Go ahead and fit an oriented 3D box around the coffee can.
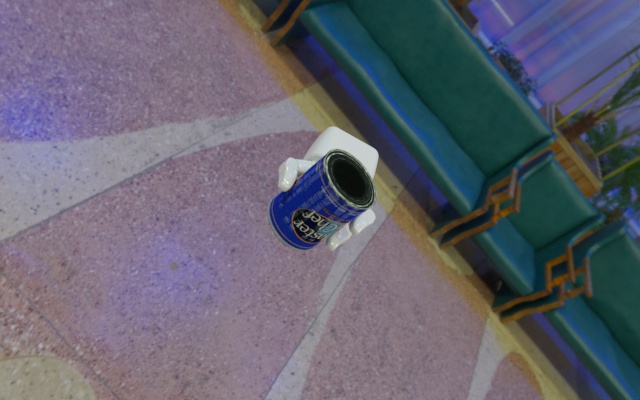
[{"bbox_3d":[0.000,0.003,0.725,0.103,0.102,0.140,0,-29,-47],"label":"coffee can"}]
